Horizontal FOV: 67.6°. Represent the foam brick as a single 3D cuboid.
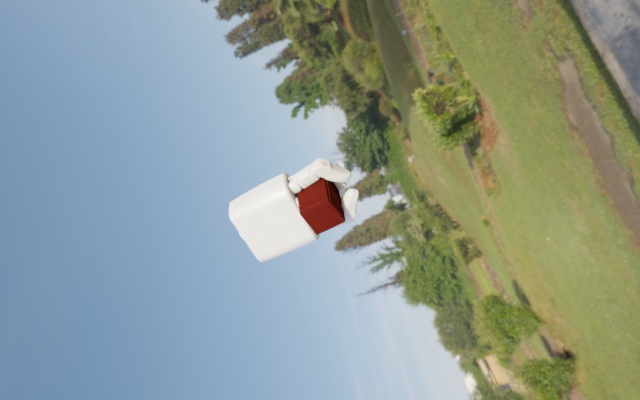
[{"bbox_3d":[0.000,0.002,0.729,0.051,0.053,0.078,-26,37,13],"label":"foam brick"}]
